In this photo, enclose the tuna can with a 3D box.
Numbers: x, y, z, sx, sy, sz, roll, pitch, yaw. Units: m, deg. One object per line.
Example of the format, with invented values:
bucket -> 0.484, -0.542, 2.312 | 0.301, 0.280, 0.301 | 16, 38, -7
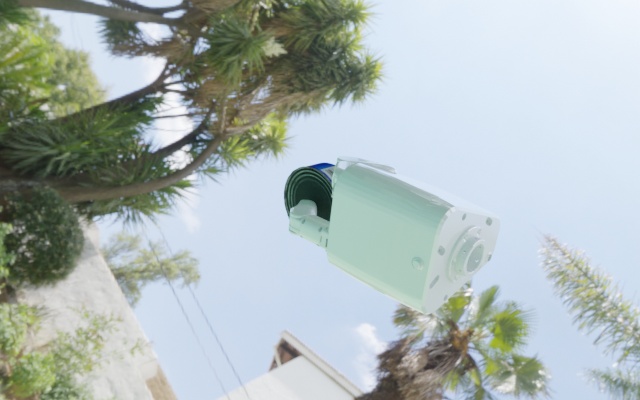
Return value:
tuna can -> 0.000, 0.002, 0.528 | 0.033, 0.086, 0.086 | -18, 13, -43
